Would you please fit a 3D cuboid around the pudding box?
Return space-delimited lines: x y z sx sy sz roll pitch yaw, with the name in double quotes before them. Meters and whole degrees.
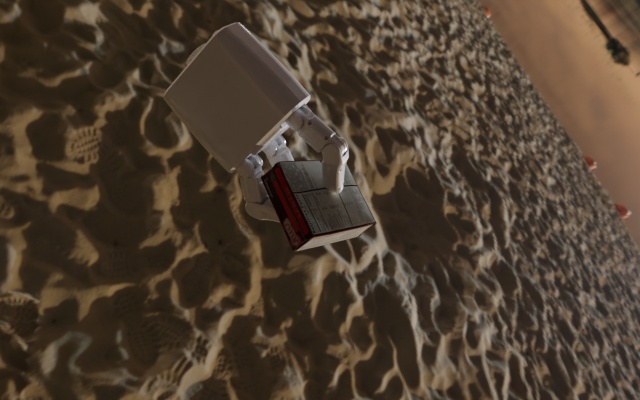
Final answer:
"pudding box" 0.000 0.002 0.522 0.113 0.090 0.039 -8 -23 -46
